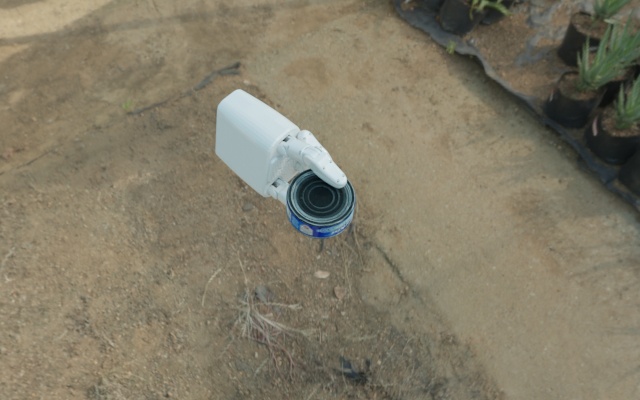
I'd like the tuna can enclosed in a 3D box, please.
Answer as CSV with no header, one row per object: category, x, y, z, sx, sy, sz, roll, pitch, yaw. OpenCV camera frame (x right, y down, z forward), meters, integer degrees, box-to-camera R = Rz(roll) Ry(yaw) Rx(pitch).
tuna can,0.000,0.002,0.588,0.086,0.086,0.034,0,-30,-4
